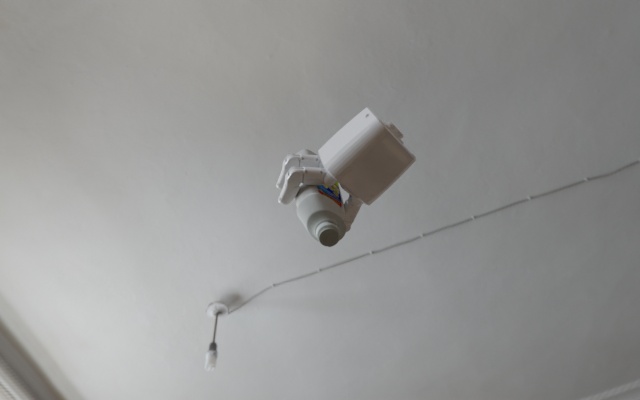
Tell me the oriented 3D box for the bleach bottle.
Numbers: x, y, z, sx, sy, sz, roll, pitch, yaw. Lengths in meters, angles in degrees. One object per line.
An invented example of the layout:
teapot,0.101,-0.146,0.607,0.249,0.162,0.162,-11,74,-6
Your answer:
bleach bottle,0.000,0.002,0.755,0.102,0.068,0.250,42,13,-23
